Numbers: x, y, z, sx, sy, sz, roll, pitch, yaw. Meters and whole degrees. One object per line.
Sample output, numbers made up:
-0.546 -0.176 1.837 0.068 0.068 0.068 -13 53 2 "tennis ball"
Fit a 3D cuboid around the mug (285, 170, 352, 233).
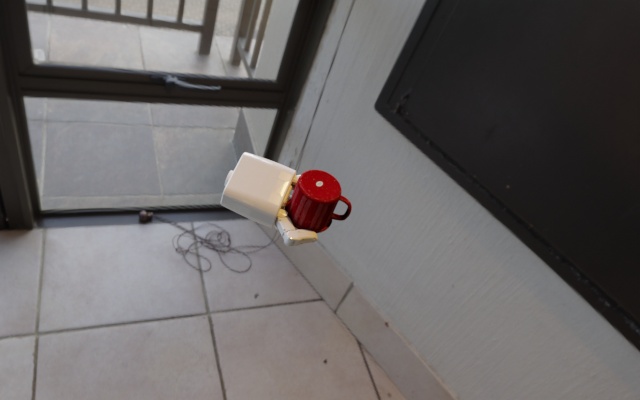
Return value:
0.002 0.003 0.867 0.117 0.082 0.093 20 44 -3 "mug"
